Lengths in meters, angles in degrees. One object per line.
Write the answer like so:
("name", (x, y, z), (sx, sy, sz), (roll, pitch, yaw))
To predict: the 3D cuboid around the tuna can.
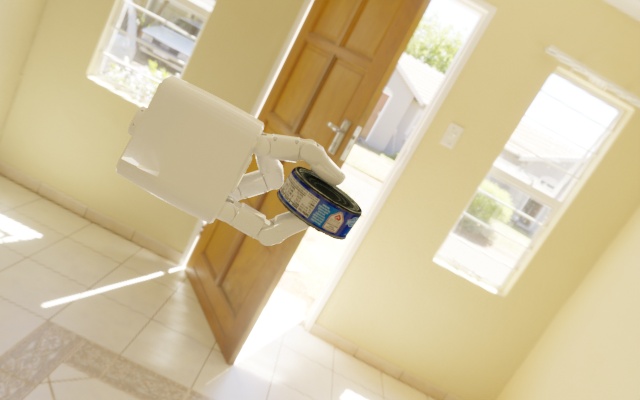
("tuna can", (0.000, 0.001, 0.489), (0.086, 0.034, 0.086), (32, 12, -8))
